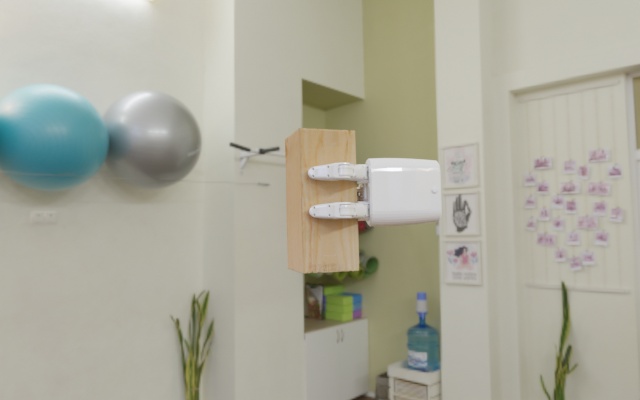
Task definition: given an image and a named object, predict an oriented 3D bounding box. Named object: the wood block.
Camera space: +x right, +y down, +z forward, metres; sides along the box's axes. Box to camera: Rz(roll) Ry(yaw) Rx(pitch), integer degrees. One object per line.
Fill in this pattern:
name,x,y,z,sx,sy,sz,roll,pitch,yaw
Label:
wood block,0.000,0.002,0.727,0.090,0.206,0.091,0,-3,-17
